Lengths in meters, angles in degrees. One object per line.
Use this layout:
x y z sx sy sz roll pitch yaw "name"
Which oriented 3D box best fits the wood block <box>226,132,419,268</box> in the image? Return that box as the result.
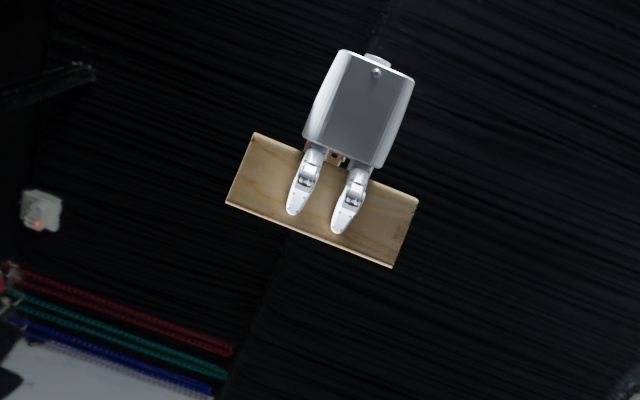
0.000 0.002 0.589 0.206 0.090 0.091 22 -3 -5 "wood block"
